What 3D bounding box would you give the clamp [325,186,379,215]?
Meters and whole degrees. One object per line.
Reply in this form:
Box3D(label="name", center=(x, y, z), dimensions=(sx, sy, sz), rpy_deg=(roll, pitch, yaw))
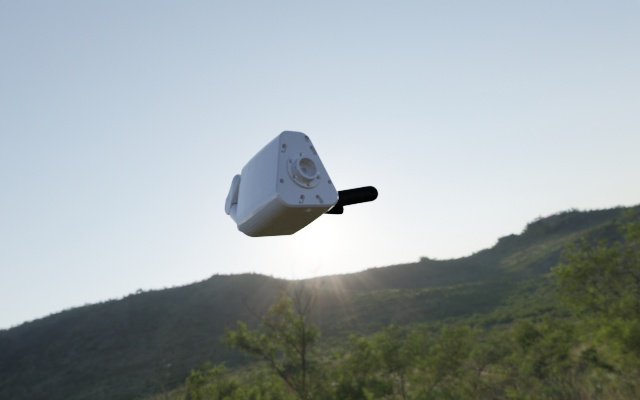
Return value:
Box3D(label="clamp", center=(0.000, 0.002, 0.724), dimensions=(0.171, 0.039, 0.120), rpy_deg=(-4, -17, -37))
